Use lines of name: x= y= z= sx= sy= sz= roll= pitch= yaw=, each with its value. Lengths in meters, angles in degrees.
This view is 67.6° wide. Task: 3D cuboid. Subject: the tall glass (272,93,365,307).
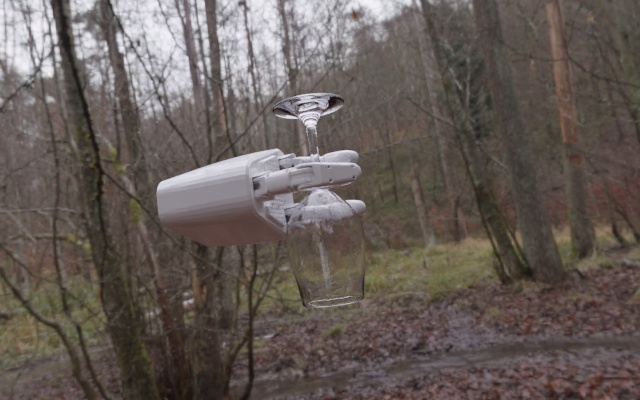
tall glass: x=0.000 y=0.001 z=0.479 sx=0.079 sy=0.201 sz=0.079 roll=-8 pitch=-6 yaw=-1
